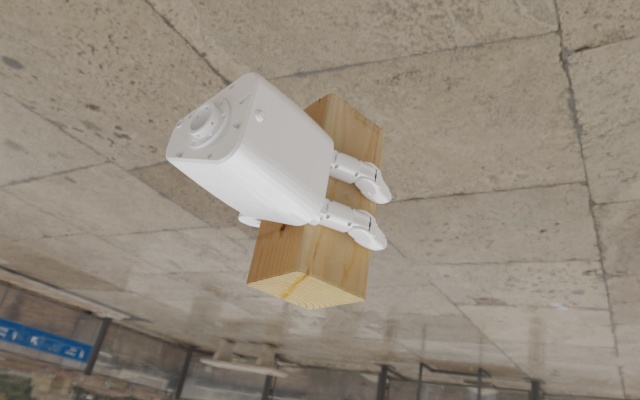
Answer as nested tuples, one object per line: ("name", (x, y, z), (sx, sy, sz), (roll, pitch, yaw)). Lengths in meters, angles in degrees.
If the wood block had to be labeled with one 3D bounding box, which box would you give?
("wood block", (0.000, 0.002, 0.520), (0.090, 0.206, 0.091), (29, -33, -32))
